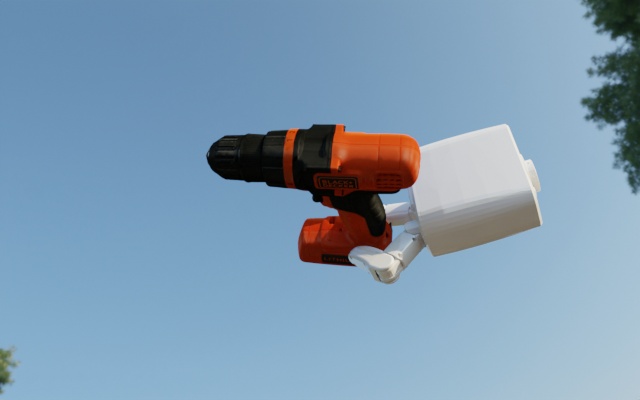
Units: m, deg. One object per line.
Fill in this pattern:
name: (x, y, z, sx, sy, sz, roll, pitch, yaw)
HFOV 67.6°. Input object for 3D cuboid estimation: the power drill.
power drill: (0.000, 0.002, 0.466, 0.184, 0.057, 0.188, 4, -30, 11)
